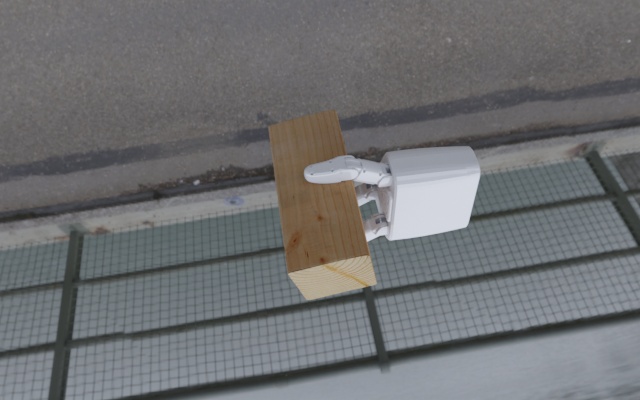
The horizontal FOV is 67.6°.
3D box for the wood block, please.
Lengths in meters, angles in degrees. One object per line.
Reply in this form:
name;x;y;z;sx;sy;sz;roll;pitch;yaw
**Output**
wood block;0.000;0.002;0.586;0.090;0.206;0.091;-14;-32;5
